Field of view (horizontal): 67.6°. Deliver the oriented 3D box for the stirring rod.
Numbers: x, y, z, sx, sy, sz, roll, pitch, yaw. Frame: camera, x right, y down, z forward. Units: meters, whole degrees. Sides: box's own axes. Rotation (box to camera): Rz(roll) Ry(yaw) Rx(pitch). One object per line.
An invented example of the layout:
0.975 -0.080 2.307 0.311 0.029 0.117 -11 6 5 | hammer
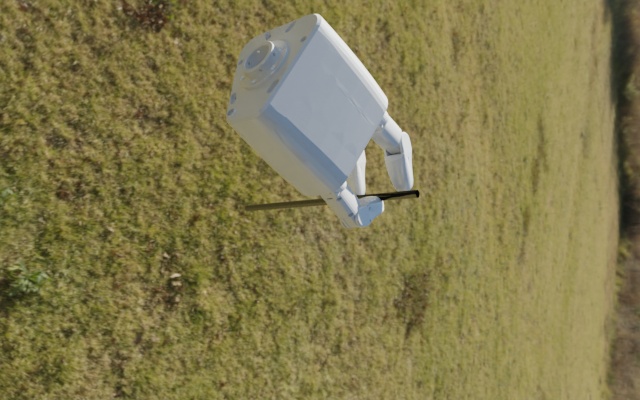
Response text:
0.000 0.002 0.536 0.239 0.011 0.011 -5 -3 39 | stirring rod
